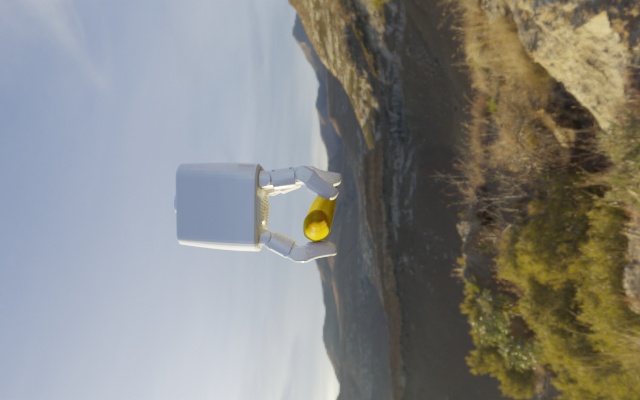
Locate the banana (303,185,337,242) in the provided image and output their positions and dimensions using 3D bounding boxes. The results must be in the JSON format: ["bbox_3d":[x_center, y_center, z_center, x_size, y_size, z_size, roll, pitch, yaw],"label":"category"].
[{"bbox_3d":[-0.001,0.019,0.647,0.037,0.070,0.197,7,17,4],"label":"banana"}]
